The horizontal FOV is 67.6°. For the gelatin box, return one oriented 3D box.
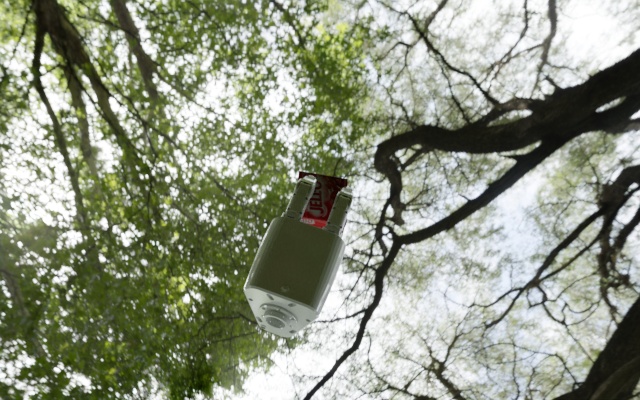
[{"bbox_3d":[0.000,0.002,0.675,0.073,0.089,0.030,9,-43,-5],"label":"gelatin box"}]
